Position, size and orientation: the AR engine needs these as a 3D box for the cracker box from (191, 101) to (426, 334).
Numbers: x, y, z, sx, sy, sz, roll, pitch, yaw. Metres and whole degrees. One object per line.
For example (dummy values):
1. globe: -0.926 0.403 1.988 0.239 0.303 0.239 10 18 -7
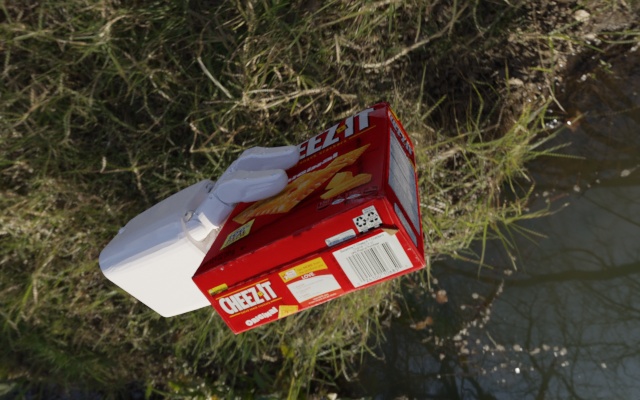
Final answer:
1. cracker box: 0.000 0.002 0.429 0.164 0.072 0.213 -24 22 20
